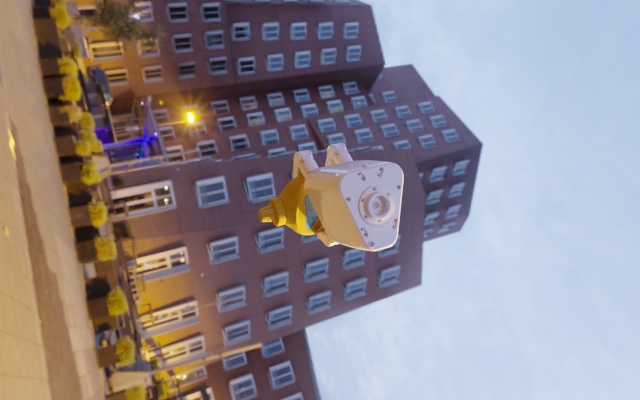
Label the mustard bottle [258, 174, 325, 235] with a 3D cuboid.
[{"bbox_3d":[0.000,0.002,0.719,0.191,0.096,0.058,-13,33,-21],"label":"mustard bottle"}]
